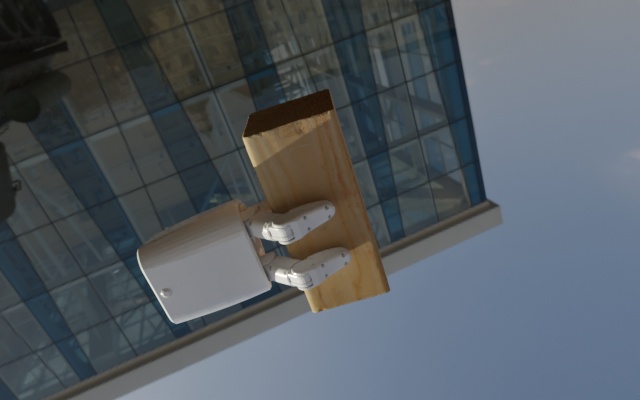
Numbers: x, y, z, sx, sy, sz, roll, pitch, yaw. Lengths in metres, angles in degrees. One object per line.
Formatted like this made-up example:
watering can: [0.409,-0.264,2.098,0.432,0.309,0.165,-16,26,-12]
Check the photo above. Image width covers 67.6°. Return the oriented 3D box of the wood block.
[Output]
wood block: [0.000,0.002,0.504,0.090,0.206,0.090,-17,25,4]
